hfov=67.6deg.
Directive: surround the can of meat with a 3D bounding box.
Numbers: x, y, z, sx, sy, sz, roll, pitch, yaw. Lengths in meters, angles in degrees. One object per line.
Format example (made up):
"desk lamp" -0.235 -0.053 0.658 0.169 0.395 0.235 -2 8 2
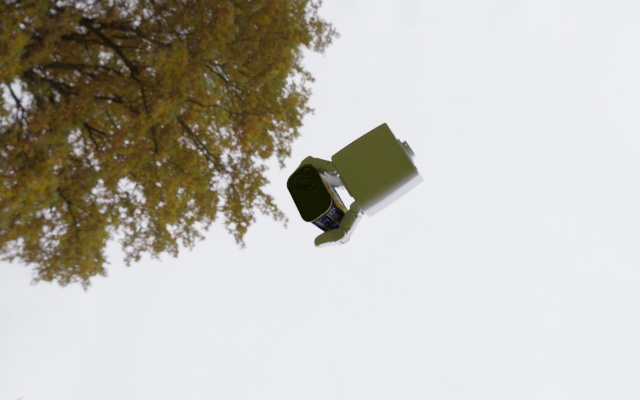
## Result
"can of meat" 0.000 0.003 0.779 0.057 0.102 0.084 -37 -36 11
